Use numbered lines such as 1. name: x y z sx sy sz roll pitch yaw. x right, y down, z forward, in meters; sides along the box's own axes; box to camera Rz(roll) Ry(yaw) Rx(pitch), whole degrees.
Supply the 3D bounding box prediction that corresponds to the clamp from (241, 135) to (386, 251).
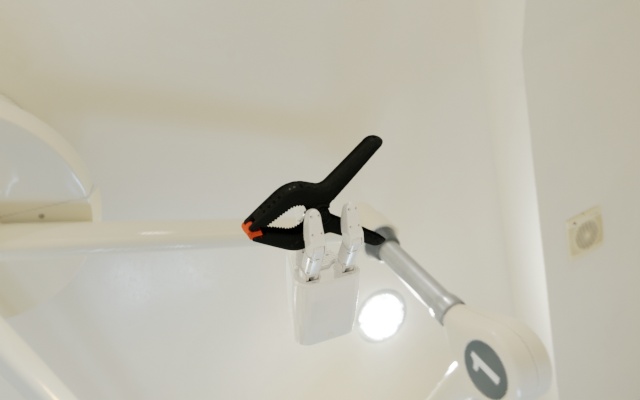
1. clamp: -0.001 0.002 0.627 0.210 0.165 0.036 -10 24 -25
